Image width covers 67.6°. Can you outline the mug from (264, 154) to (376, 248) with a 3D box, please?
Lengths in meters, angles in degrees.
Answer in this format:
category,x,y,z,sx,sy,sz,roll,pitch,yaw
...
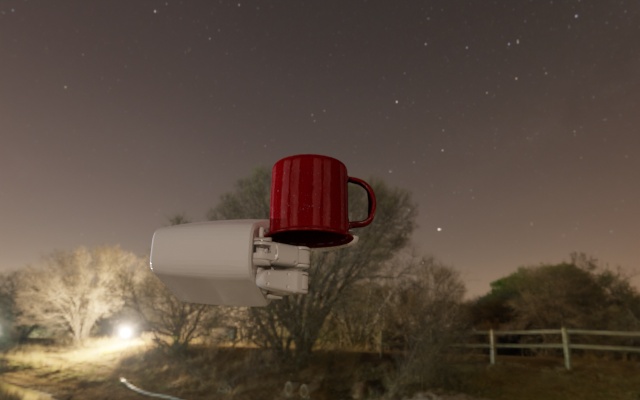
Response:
category,x,y,z,sx,sy,sz,roll,pitch,yaw
mug,0.002,0.001,0.504,0.117,0.081,0.093,-1,-17,6
